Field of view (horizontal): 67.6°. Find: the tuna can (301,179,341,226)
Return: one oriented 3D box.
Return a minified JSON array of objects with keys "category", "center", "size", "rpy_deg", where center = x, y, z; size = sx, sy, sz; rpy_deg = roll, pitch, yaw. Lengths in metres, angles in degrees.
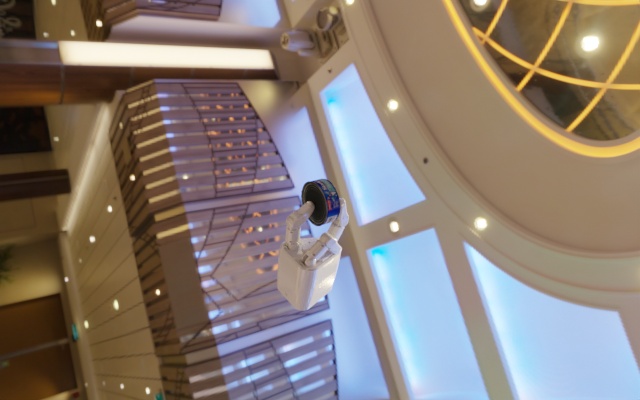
[{"category":"tuna can","center":[0.001,0.003,0.891],"size":[0.034,0.086,0.086],"rpy_deg":[-15,8,-31]}]
